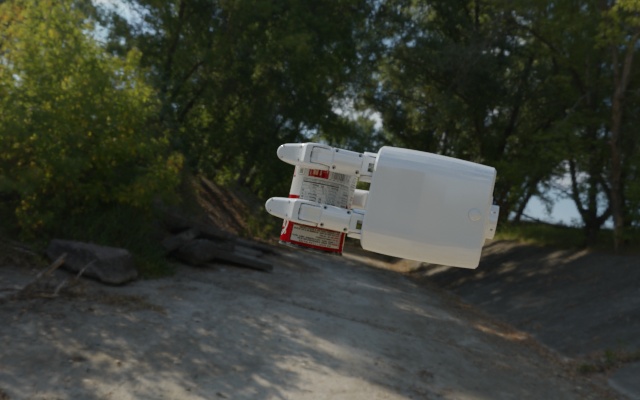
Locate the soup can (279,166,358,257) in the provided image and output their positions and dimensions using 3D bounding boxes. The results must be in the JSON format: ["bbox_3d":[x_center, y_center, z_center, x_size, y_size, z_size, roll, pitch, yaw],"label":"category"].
[{"bbox_3d":[0.000,0.001,0.500,0.068,0.102,0.068,12,-2,0],"label":"soup can"}]
